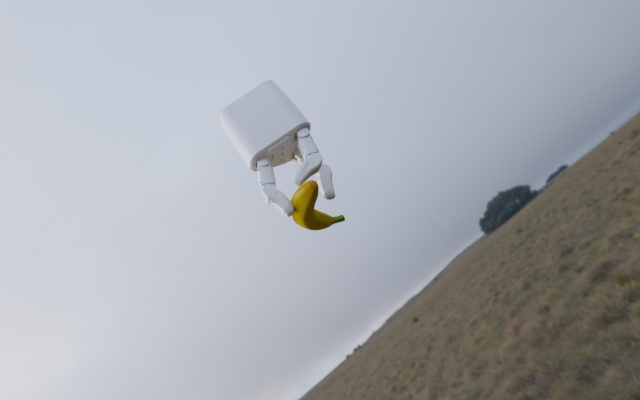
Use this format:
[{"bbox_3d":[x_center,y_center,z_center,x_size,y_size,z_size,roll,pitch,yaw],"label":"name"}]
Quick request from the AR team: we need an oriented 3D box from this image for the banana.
[{"bbox_3d":[-0.015,0.014,0.761,0.069,0.037,0.198,-34,-20,4],"label":"banana"}]
